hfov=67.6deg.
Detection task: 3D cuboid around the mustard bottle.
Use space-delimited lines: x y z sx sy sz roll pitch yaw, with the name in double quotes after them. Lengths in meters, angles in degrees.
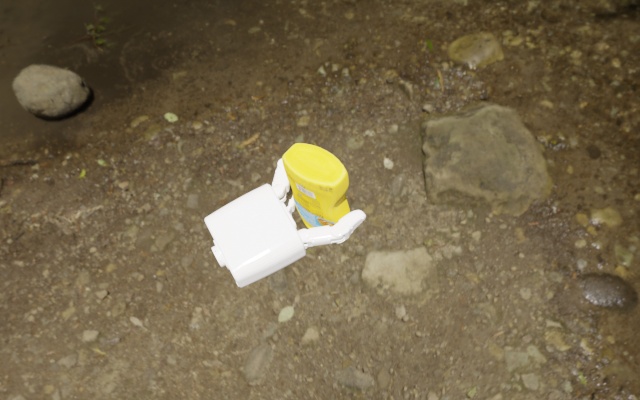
0.000 0.002 0.717 0.096 0.058 0.192 29 -26 23 "mustard bottle"
